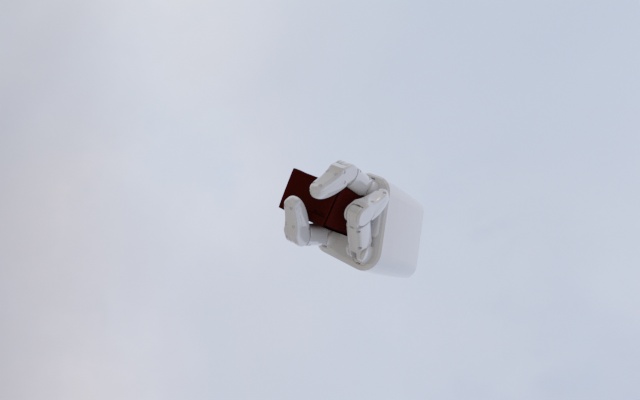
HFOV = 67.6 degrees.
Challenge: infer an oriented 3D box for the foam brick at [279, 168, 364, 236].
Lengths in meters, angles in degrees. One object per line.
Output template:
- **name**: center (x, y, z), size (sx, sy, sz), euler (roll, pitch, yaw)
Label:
- **foam brick**: center (0.000, 0.002, 0.562), size (0.078, 0.053, 0.051), euler (23, 1, 40)
